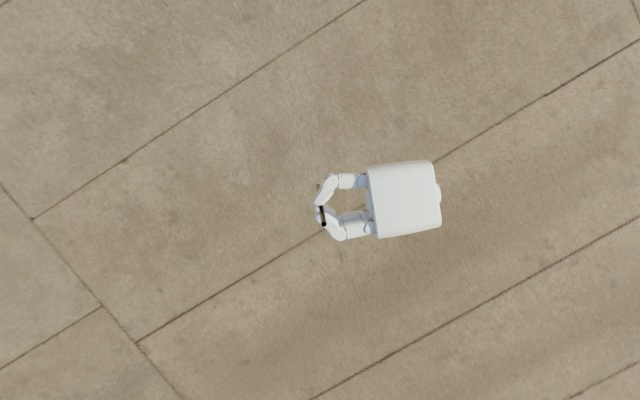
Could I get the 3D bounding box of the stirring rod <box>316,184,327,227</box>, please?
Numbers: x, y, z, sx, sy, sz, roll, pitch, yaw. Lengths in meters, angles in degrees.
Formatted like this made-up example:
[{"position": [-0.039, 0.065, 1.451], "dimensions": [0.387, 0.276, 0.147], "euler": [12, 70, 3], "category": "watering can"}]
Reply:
[{"position": [0.000, 0.003, 0.798], "dimensions": [0.011, 0.011, 0.239], "euler": [0, 15, -2], "category": "stirring rod"}]
